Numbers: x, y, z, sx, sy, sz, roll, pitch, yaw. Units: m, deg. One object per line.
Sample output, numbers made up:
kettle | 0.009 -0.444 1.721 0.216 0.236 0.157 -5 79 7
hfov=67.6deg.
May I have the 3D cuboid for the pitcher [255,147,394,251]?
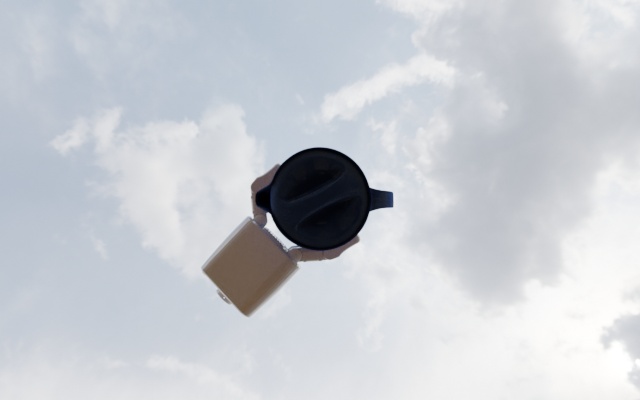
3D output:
pitcher | 0.000 0.002 0.725 0.149 0.145 0.243 44 -5 -2
